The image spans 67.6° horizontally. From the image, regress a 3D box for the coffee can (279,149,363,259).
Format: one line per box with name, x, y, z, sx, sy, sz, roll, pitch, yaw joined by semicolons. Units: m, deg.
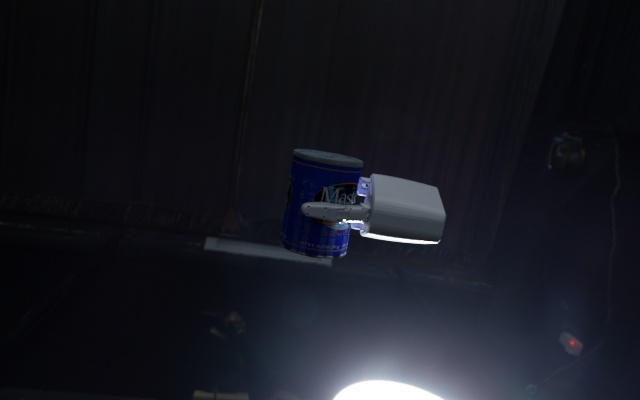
coffee can;0.000;0.002;0.704;0.103;0.140;0.103;9;11;-2
